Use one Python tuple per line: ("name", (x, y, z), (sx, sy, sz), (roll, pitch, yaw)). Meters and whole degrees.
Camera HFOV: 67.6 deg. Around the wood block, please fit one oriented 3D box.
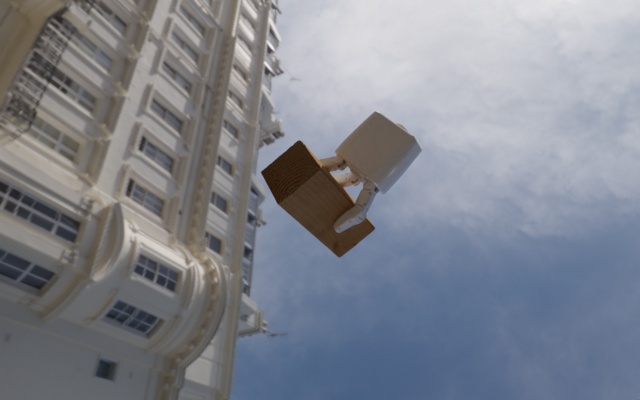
("wood block", (0.001, 0.003, 0.835), (0.206, 0.090, 0.090), (45, 8, -46))
